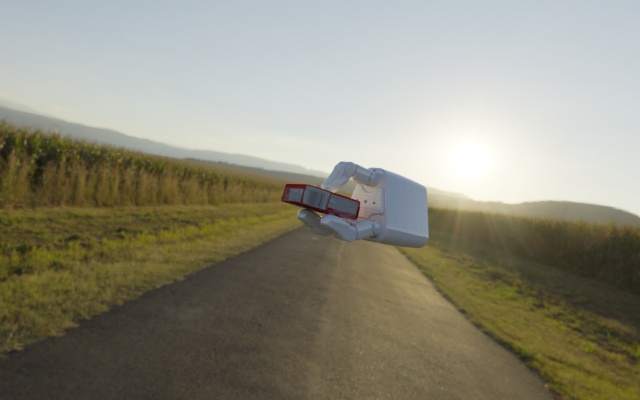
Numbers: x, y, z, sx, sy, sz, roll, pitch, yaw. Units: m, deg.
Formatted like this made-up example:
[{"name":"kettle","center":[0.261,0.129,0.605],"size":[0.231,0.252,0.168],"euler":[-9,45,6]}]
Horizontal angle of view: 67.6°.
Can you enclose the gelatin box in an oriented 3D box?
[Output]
[{"name":"gelatin box","center":[0.000,0.002,0.666],"size":[0.089,0.030,0.073],"euler":[18,-5,-26]}]
